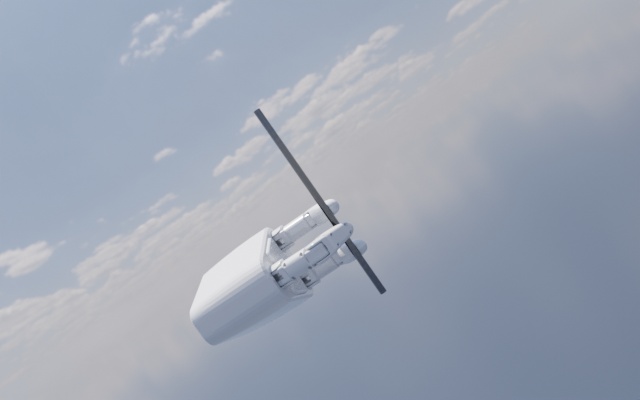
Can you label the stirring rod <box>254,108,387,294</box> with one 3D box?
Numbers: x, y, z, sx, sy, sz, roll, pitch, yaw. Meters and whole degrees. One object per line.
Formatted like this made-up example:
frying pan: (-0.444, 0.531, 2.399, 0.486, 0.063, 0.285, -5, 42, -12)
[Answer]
stirring rod: (0.000, 0.002, 0.517, 0.011, 0.239, 0.011, -35, 2, 1)
